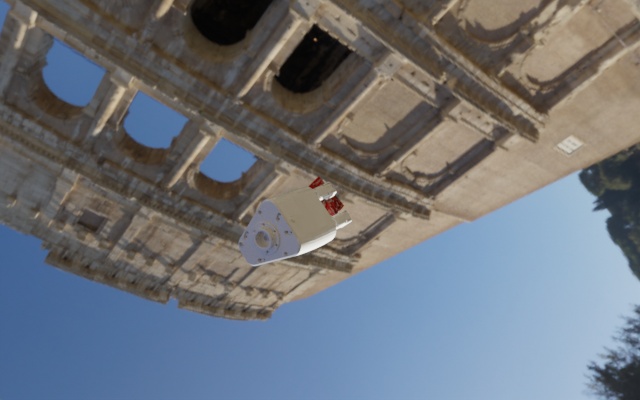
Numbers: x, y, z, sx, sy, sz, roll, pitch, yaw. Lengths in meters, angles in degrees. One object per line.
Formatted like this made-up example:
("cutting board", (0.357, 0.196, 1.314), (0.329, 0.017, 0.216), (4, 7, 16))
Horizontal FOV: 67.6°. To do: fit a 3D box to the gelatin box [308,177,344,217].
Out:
("gelatin box", (0.000, 0.003, 0.852), (0.030, 0.073, 0.089), (-40, 3, 24))
